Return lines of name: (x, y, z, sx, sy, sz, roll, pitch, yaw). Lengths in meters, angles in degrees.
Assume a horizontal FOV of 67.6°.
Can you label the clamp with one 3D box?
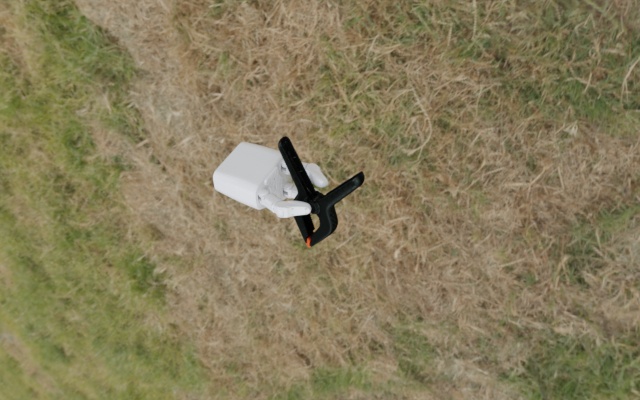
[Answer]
clamp: (-0.001, 0.003, 0.827, 0.164, 0.210, 0.036, 22, 42, 28)
